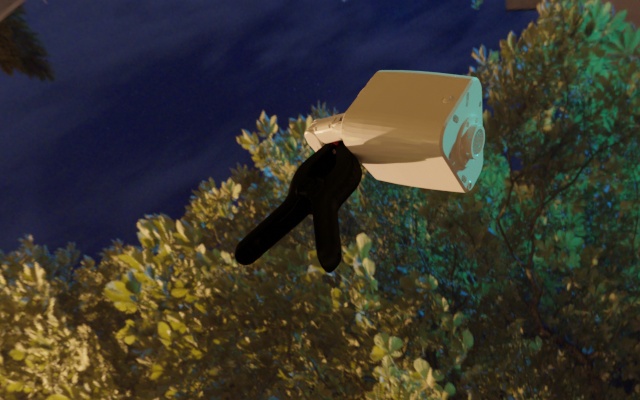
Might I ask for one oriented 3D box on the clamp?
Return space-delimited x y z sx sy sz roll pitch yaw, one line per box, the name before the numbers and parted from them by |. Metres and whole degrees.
clamp | 0.000 0.002 0.467 0.120 0.171 0.039 12 -31 39
